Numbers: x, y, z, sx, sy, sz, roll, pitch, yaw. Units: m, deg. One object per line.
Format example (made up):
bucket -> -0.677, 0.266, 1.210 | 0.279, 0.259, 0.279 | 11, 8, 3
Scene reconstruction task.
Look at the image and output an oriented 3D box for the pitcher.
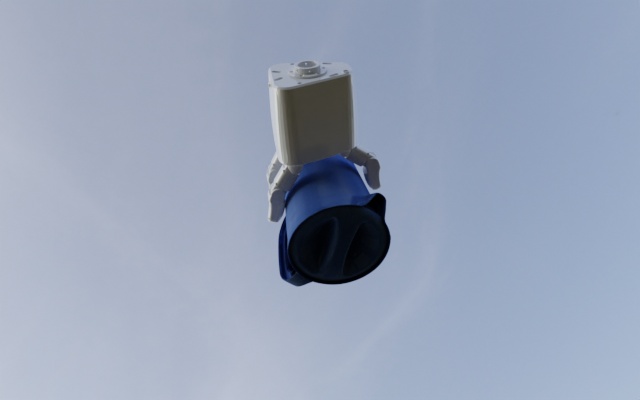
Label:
pitcher -> 0.000, 0.002, 0.701 | 0.149, 0.145, 0.242 | -9, 35, -4
